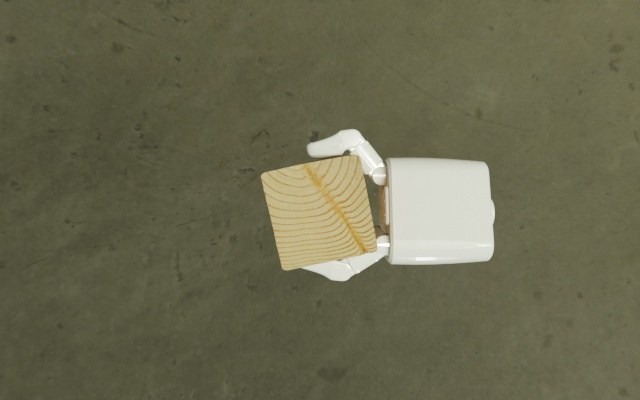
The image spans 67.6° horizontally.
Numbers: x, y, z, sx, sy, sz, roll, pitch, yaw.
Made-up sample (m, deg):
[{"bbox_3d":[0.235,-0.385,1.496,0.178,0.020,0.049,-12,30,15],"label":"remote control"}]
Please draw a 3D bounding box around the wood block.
[{"bbox_3d":[0.000,0.001,0.519,0.090,0.091,0.206,-11,5,1],"label":"wood block"}]
